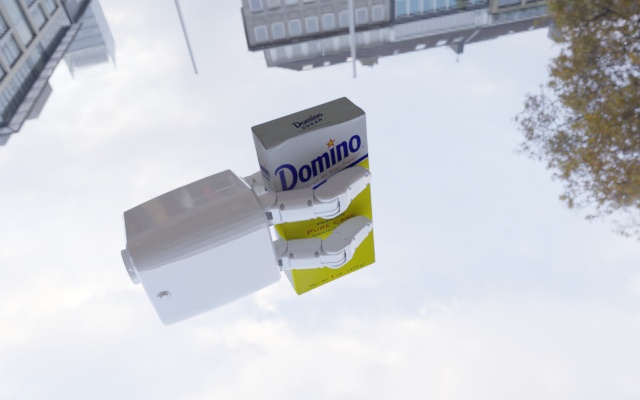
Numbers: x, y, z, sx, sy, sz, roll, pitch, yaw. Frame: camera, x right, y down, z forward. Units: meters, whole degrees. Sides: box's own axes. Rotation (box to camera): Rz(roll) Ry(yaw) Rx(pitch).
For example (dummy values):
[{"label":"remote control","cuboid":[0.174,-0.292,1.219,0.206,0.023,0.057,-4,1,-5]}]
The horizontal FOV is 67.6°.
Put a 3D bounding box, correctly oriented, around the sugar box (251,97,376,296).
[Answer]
[{"label":"sugar box","cuboid":[0.000,0.002,0.447,0.093,0.176,0.048,-22,42,-16]}]
